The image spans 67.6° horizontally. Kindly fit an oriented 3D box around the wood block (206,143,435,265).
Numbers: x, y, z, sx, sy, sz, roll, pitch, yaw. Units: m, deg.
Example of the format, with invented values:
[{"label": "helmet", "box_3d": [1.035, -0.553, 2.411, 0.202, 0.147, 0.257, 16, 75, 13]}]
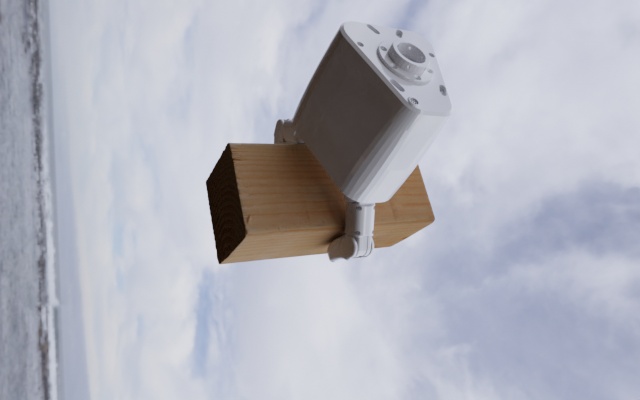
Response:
[{"label": "wood block", "box_3d": [0.000, 0.002, 0.487, 0.206, 0.090, 0.090, -2, -22, -29]}]
